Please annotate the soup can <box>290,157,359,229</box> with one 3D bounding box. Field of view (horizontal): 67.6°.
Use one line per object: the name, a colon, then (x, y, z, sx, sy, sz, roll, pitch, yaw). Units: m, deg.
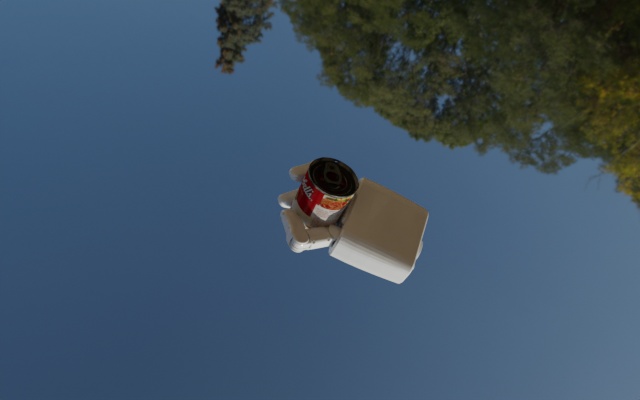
soup can: (0.000, 0.002, 0.632, 0.068, 0.068, 0.102, 0, -40, -26)
